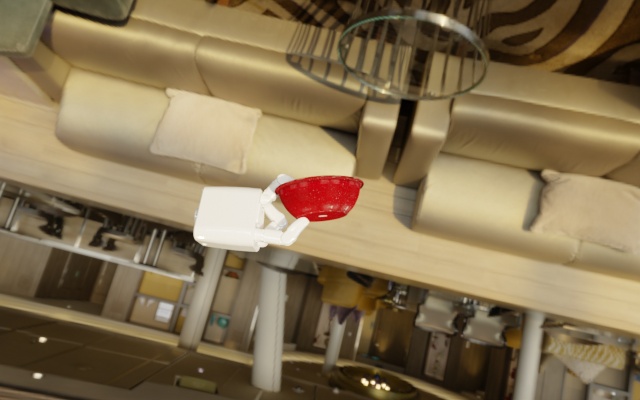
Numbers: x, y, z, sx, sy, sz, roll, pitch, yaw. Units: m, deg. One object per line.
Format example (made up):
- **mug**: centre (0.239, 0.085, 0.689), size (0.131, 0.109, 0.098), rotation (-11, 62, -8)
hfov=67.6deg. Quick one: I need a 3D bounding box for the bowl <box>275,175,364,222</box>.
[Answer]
- **bowl**: centre (0.001, 0.003, 0.853), size (0.162, 0.055, 0.162), rotation (-5, -13, -1)
